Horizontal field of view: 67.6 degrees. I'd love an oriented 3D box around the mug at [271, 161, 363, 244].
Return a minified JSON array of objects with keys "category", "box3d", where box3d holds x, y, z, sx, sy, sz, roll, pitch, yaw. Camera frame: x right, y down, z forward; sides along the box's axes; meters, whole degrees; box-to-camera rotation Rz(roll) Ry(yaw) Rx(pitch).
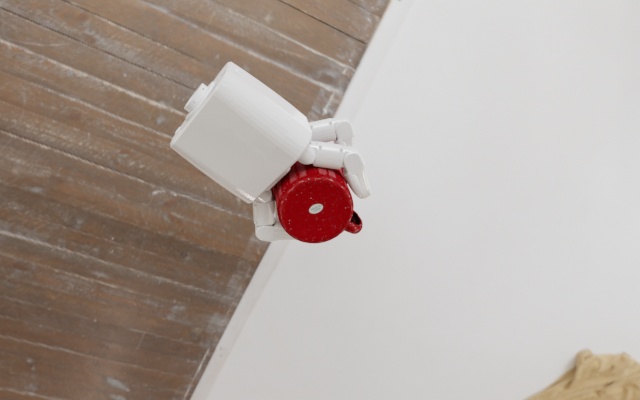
[{"category":"mug","box3d":[0.001,0.003,0.538,0.117,0.093,0.081,36,16,-21]}]
